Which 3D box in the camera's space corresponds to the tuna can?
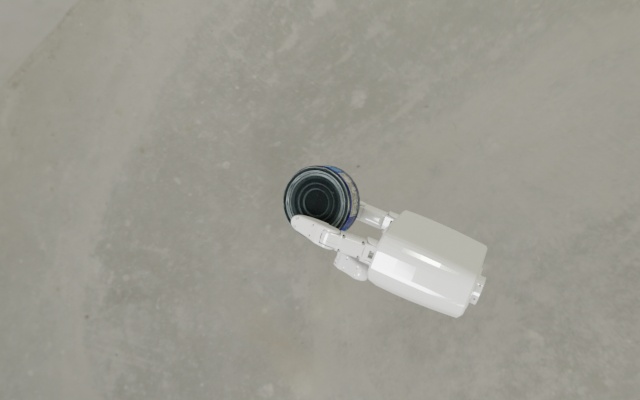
[{"bbox_3d":[0.000,0.002,0.553,0.086,0.086,0.034,0,3,23],"label":"tuna can"}]
